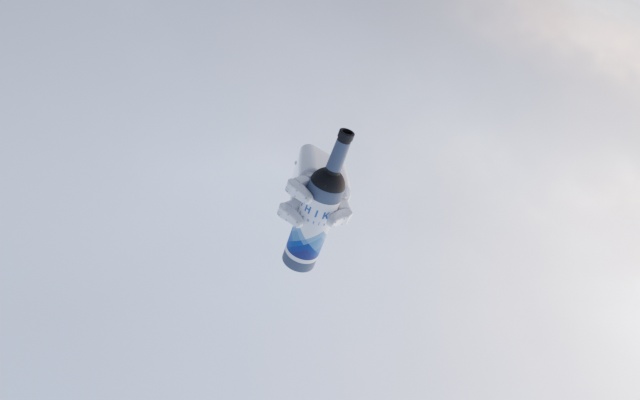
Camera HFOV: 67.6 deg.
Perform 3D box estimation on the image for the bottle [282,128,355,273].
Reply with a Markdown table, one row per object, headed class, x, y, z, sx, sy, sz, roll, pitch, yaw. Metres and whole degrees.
| class | x | y | z | sx | sy | sz | roll | pitch | yaw |
| --- | --- | --- | --- | --- | --- | --- | --- | --- | --- |
| bottle | 0.000 | 0.003 | 0.868 | 0.069 | 0.296 | 0.069 | 15 | 32 | -10 |
